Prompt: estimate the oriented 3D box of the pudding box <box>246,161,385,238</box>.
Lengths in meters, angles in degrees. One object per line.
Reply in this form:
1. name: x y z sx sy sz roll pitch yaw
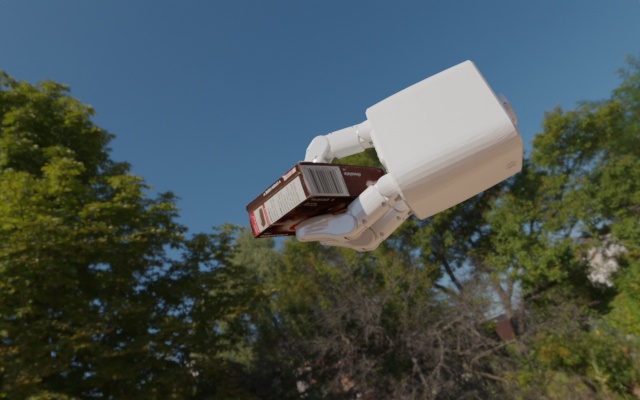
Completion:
1. pudding box: 0.000 0.001 0.457 0.113 0.039 0.090 2 -28 -42
